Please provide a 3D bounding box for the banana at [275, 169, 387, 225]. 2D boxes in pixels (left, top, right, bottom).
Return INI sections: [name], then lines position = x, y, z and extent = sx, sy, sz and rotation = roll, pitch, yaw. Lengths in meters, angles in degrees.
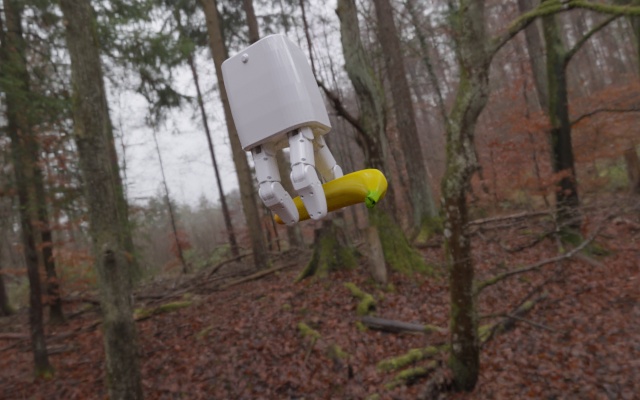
[banana]
position = 0.016, -0.005, 0.555
extent = 0.069, 0.037, 0.198
rotation = -23, 4, -34
